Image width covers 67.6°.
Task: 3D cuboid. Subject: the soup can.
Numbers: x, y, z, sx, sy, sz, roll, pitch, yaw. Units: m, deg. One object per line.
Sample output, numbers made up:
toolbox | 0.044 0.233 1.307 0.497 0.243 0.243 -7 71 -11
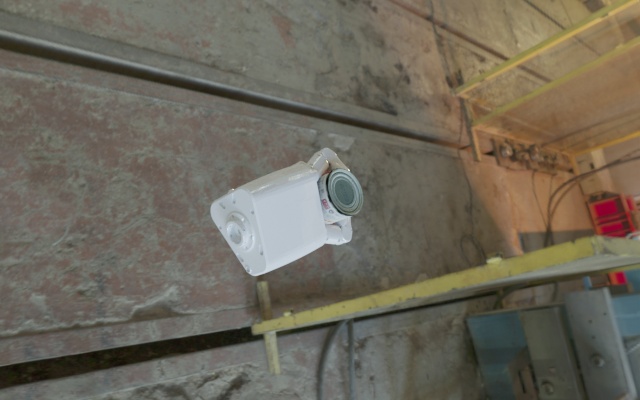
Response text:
soup can | 0.001 0.002 0.660 0.068 0.068 0.102 0 -17 -43
